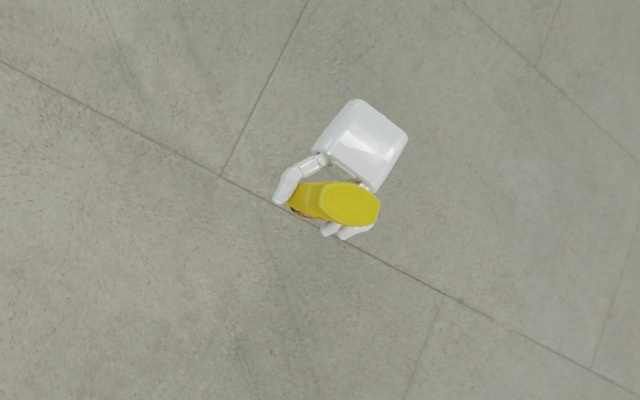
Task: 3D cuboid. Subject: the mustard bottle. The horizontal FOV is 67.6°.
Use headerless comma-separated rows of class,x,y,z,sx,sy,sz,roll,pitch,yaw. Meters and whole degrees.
mustard bottle,0.000,0.003,0.719,0.096,0.058,0.191,14,-4,-26
